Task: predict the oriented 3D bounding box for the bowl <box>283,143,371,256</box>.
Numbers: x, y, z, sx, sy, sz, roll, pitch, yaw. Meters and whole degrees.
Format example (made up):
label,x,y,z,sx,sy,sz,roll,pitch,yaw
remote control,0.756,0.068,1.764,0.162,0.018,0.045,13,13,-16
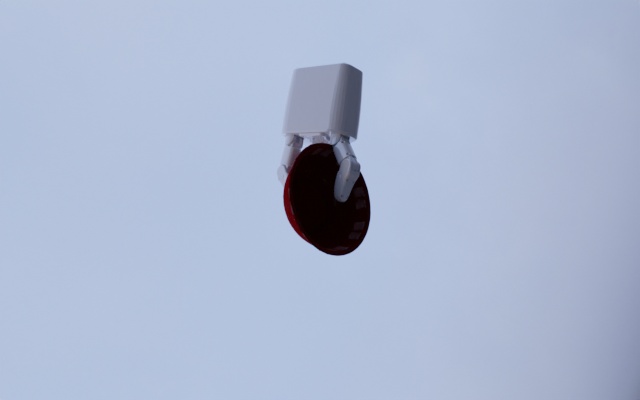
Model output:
label,x,y,z,sx,sy,sz,roll,pitch,yaw
bowl,0.000,0.004,0.683,0.162,0.162,0.055,0,-12,-45
